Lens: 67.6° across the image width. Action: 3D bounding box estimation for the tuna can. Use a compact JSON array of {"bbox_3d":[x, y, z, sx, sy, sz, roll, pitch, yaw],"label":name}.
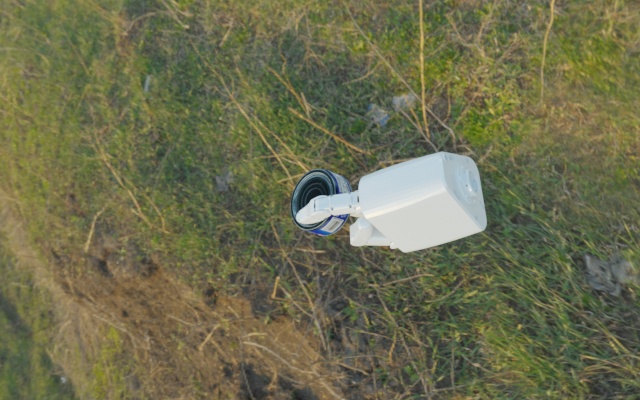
[{"bbox_3d":[0.000,0.002,0.631,0.086,0.086,0.034,0,-13,45],"label":"tuna can"}]
